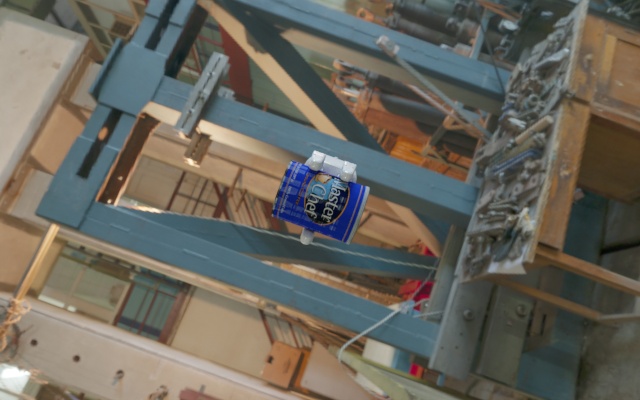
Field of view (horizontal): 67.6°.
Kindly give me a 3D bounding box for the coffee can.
[{"bbox_3d":[0.000,0.003,0.807,0.140,0.103,0.103,20,0,1],"label":"coffee can"}]
